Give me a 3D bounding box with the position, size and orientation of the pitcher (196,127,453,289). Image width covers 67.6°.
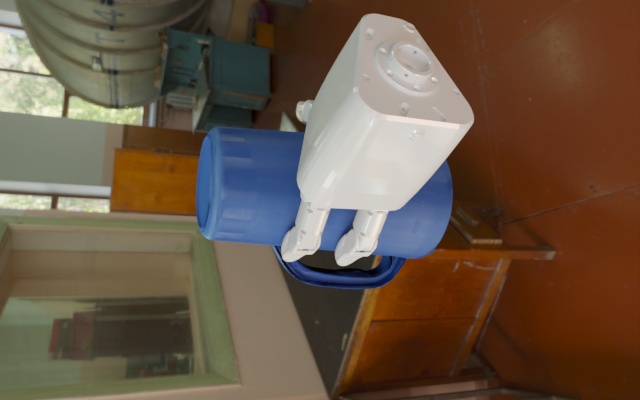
[{"bbox_3d":[0.000,0.001,0.496,0.243,0.149,0.145,4,-30,-22],"label":"pitcher"}]
